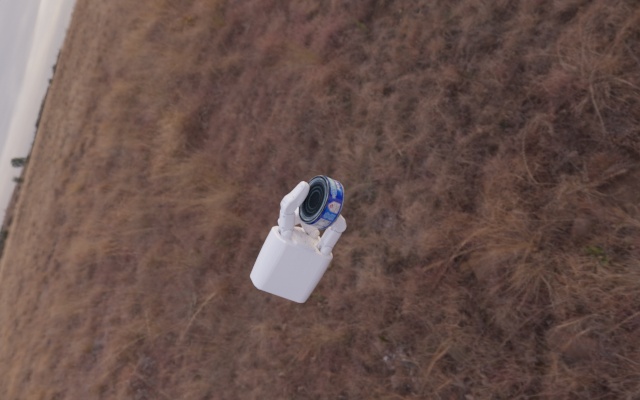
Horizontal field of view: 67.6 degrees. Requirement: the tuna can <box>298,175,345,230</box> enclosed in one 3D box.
[{"bbox_3d":[0.000,0.002,0.786,0.034,0.086,0.086,21,-12,-32],"label":"tuna can"}]
